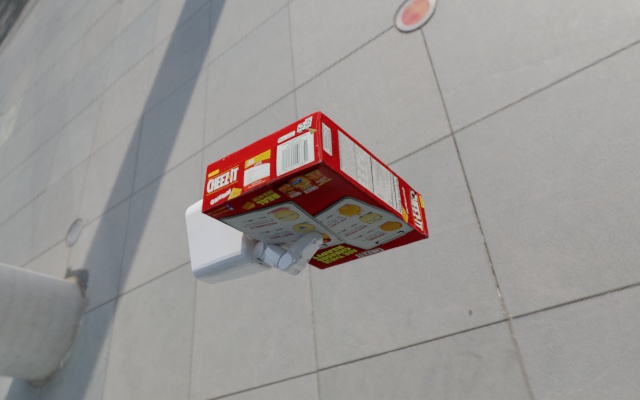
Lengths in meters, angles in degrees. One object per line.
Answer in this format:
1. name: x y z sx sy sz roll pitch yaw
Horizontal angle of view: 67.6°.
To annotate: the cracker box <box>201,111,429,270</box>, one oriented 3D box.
1. cracker box: 0.000 0.002 0.551 0.164 0.072 0.214 -21 -35 32
